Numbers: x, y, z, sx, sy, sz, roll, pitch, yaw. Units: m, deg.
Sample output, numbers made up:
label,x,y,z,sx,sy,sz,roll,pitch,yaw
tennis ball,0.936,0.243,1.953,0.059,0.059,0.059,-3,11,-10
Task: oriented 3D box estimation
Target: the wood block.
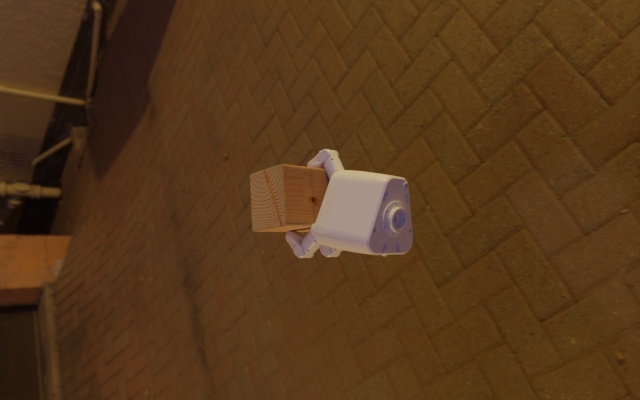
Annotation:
label,x,y,z,sx,sy,sz,roll,pitch,yaw
wood block,0.000,0.002,0.762,0.206,0.091,0.090,4,-11,-40
